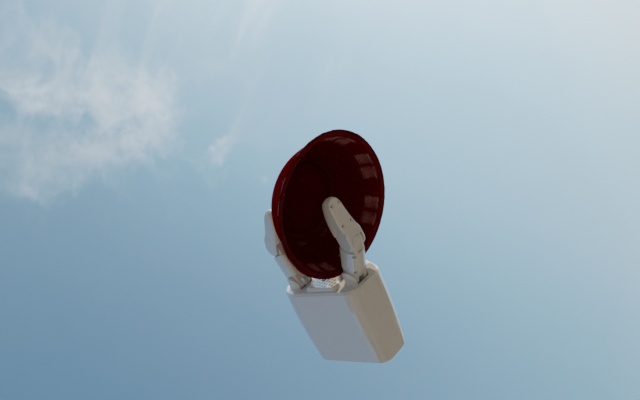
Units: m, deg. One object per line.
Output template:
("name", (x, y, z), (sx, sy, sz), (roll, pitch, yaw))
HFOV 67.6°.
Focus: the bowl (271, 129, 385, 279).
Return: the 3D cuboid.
("bowl", (0.000, 0.000, 0.527), (0.162, 0.162, 0.055), (0, 9, -45))
